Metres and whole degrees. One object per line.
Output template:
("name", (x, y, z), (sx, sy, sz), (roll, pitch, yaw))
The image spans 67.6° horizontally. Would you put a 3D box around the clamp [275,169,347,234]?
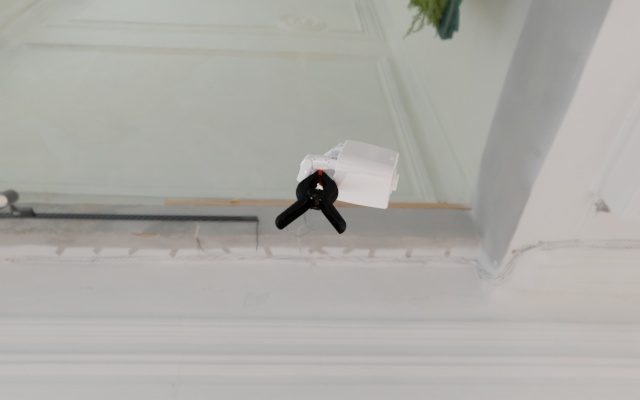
("clamp", (0.000, 0.003, 0.858), (0.120, 0.039, 0.171), (14, 41, 9))
